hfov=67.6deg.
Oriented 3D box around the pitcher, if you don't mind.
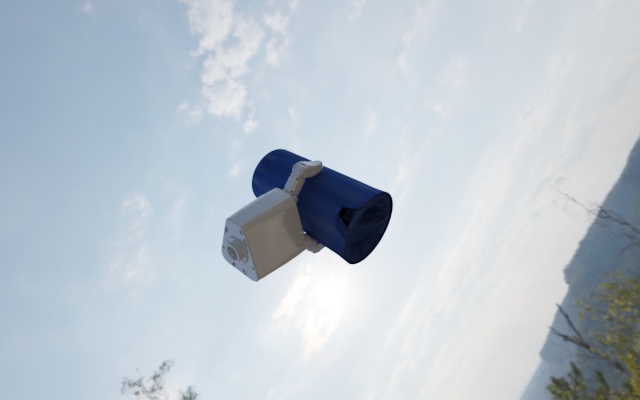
[{"bbox_3d":[0.000,0.003,0.848,0.242,0.149,0.145,29,46,31],"label":"pitcher"}]
